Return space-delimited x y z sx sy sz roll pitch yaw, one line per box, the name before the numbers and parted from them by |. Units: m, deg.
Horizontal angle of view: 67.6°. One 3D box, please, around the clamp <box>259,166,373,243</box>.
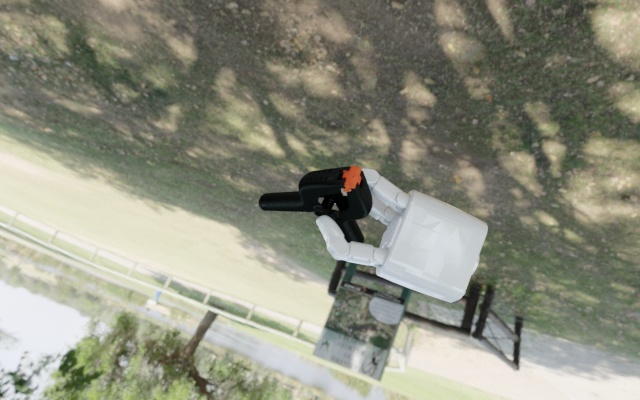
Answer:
clamp | 0.000 0.003 0.618 0.164 0.036 0.210 20 -22 -1
